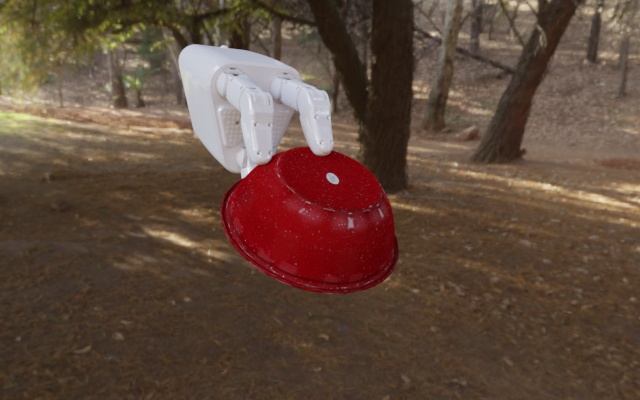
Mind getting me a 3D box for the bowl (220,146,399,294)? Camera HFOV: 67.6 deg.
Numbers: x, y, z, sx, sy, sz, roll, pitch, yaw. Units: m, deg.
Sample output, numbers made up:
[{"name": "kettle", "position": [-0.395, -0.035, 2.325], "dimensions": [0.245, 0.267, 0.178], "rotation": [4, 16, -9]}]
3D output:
[{"name": "bowl", "position": [0.001, 0.002, 0.406], "dimensions": [0.162, 0.055, 0.162], "rotation": [14, 35, -10]}]
